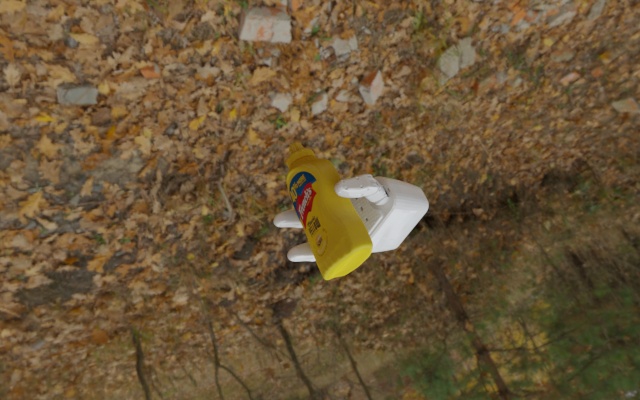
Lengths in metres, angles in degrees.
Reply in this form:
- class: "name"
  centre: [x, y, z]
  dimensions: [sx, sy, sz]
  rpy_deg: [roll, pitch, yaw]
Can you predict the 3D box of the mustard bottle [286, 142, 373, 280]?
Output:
- class: "mustard bottle"
  centre: [0.000, 0.002, 0.640]
  dimensions: [0.058, 0.191, 0.096]
  rpy_deg: [-11, -26, -29]
